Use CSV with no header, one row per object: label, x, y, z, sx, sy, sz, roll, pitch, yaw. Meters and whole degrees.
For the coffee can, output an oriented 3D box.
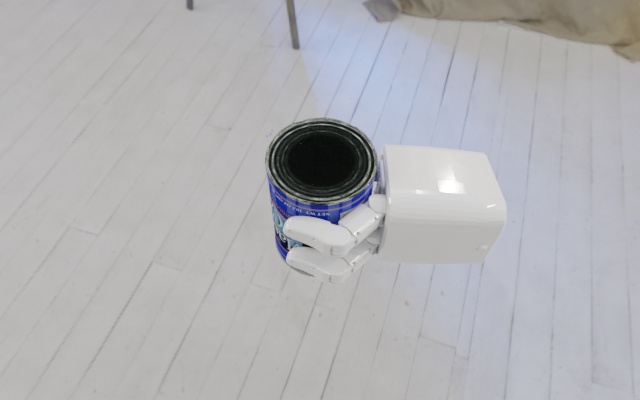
coffee can,0.000,0.002,0.489,0.103,0.102,0.140,0,-35,-1
